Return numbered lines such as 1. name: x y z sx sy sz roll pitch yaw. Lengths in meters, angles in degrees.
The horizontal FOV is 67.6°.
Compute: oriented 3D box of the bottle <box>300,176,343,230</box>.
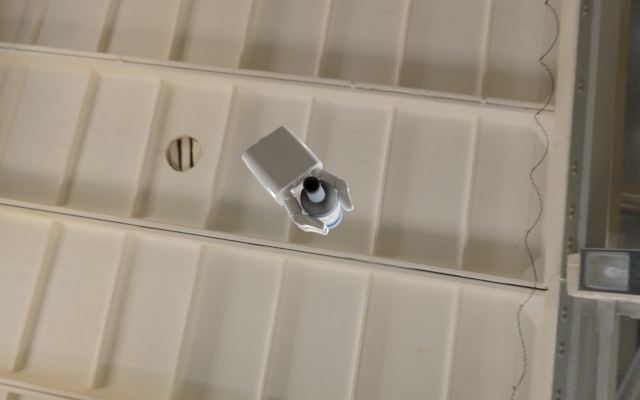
1. bottle: 0.000 0.003 0.886 0.069 0.069 0.296 0 -11 6
